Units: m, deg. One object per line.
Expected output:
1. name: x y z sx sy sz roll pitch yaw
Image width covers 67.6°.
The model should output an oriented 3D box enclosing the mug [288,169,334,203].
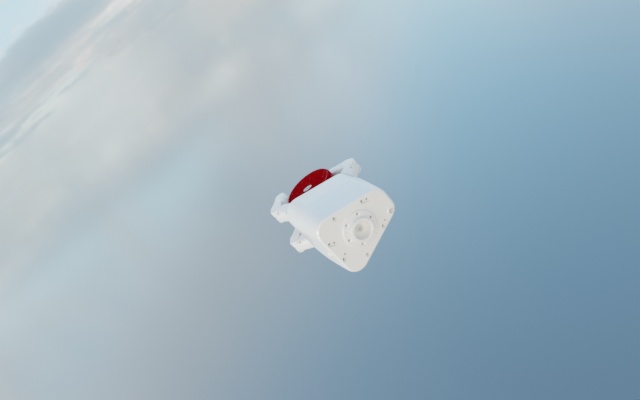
1. mug: -0.001 0.002 0.752 0.081 0.093 0.117 47 -8 -25
